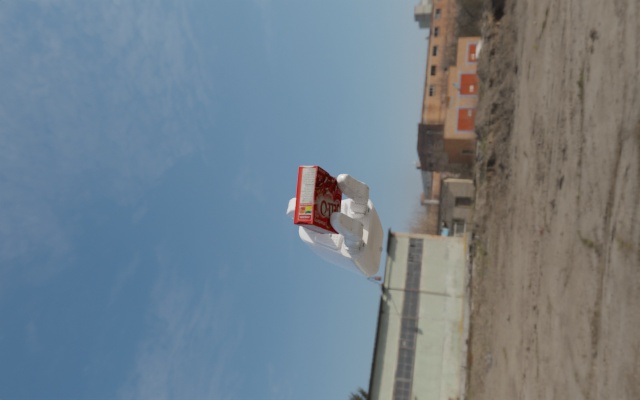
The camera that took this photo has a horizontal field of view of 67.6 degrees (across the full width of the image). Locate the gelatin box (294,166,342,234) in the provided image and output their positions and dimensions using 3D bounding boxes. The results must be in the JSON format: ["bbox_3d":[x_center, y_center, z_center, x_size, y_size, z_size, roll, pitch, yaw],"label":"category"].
[{"bbox_3d":[0.000,0.002,0.611,0.030,0.073,0.089,0,-12,24],"label":"gelatin box"}]
